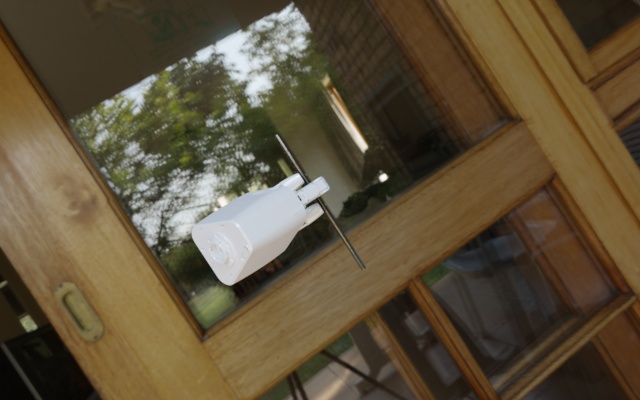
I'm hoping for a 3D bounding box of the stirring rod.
[{"bbox_3d":[0.000,0.002,0.717,0.011,0.239,0.011,-33,1,1],"label":"stirring rod"}]
